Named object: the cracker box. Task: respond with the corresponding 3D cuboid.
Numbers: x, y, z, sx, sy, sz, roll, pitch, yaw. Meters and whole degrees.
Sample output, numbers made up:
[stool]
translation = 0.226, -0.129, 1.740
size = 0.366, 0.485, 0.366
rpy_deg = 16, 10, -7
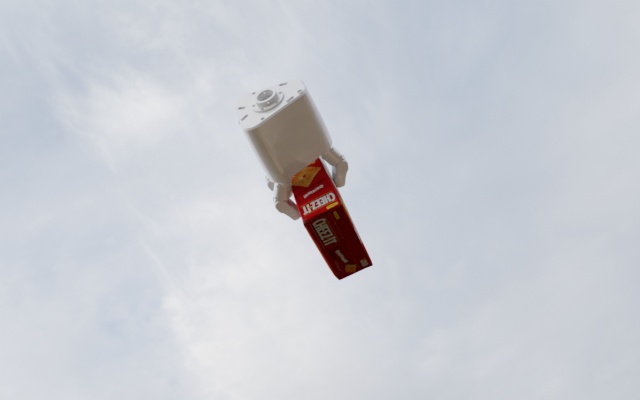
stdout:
[cracker box]
translation = 0.000, 0.002, 0.801
size = 0.072, 0.213, 0.164
rpy_deg = -26, -46, 3
